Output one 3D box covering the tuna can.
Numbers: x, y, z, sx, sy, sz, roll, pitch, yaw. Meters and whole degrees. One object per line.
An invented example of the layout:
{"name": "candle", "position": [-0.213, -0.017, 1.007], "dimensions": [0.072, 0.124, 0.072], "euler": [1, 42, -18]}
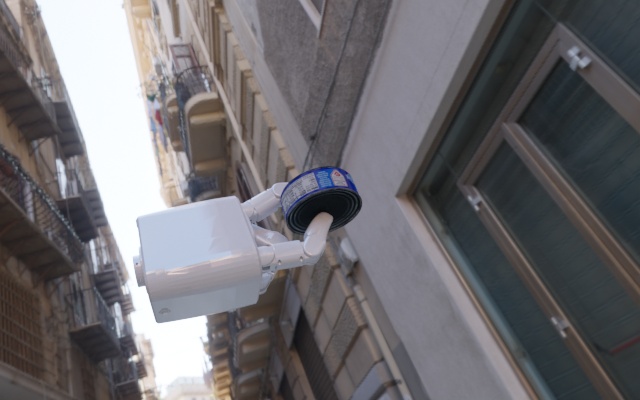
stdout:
{"name": "tuna can", "position": [0.000, 0.001, 0.525], "dimensions": [0.086, 0.033, 0.086], "euler": [-14, -33, -9]}
